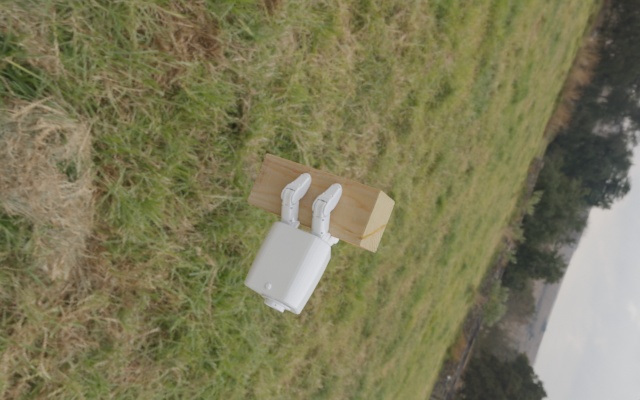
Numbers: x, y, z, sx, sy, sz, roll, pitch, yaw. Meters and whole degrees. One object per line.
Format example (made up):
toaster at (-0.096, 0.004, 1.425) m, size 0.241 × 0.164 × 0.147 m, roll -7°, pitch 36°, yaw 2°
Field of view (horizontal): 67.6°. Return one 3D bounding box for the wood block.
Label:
wood block at (0.000, 0.003, 0.769) m, size 0.206 × 0.090 × 0.091 m, roll 20°, pitch -4°, yaw 25°
